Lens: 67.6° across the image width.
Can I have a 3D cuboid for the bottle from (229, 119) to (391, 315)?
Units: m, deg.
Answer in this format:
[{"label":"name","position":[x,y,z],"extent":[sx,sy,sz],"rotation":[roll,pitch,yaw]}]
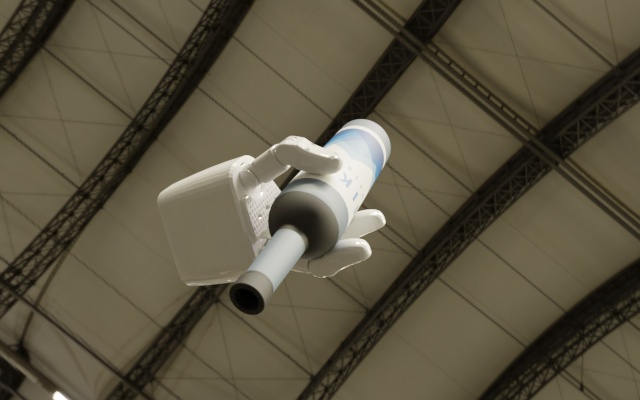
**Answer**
[{"label":"bottle","position":[0.000,0.001,0.446],"extent":[0.069,0.069,0.295],"rotation":[0,27,23]}]
